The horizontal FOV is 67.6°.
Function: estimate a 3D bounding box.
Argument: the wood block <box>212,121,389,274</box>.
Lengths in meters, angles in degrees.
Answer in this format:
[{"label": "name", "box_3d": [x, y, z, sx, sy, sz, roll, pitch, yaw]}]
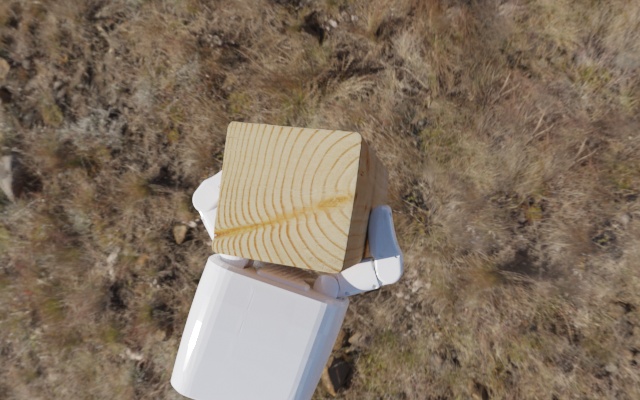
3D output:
[{"label": "wood block", "box_3d": [0.000, 0.002, 0.401, 0.091, 0.090, 0.206, 8, -1, 13]}]
